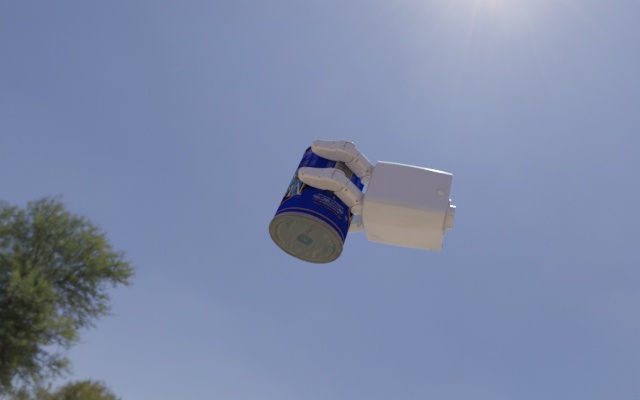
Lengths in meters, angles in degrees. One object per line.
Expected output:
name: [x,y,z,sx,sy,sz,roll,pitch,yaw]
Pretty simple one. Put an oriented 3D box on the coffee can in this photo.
coffee can: [0.000,0.002,0.670,0.103,0.140,0.103,14,-38,11]
